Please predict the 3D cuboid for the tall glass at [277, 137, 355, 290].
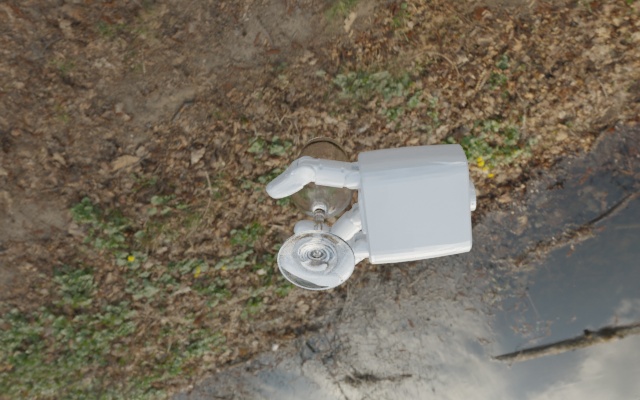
[{"bbox_3d":[0.000,0.002,0.532,0.079,0.079,0.201,0,35,2],"label":"tall glass"}]
